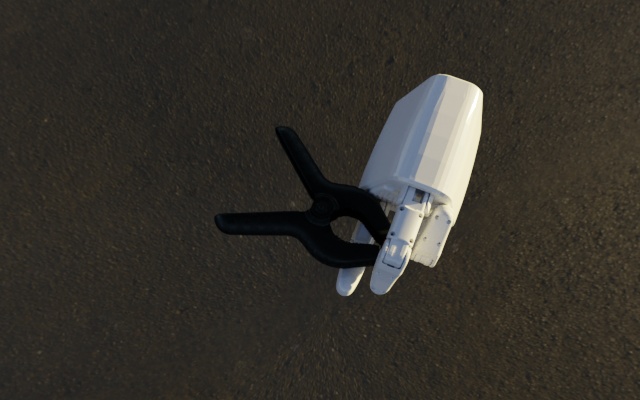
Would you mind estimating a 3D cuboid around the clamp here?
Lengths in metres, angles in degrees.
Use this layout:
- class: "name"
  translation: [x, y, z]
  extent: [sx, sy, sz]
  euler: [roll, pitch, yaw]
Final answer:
- class: "clamp"
  translation: [0.000, 0.001, 0.447]
  extent: [0.171, 0.120, 0.039]
  euler: [21, -12, 5]
